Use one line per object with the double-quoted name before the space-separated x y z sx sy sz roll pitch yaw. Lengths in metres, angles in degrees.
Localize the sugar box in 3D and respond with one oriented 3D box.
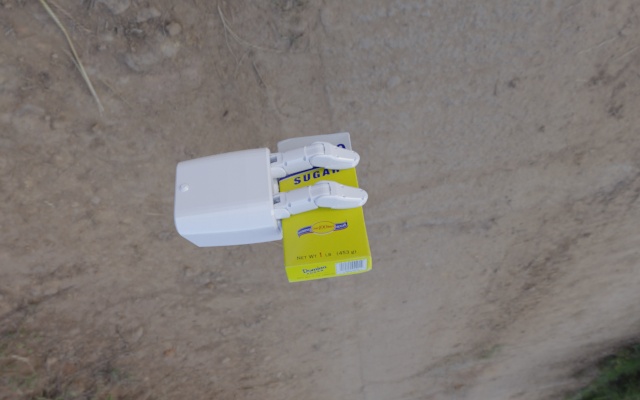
"sugar box" 0.000 0.002 0.554 0.093 0.176 0.048 -7 -32 -1
